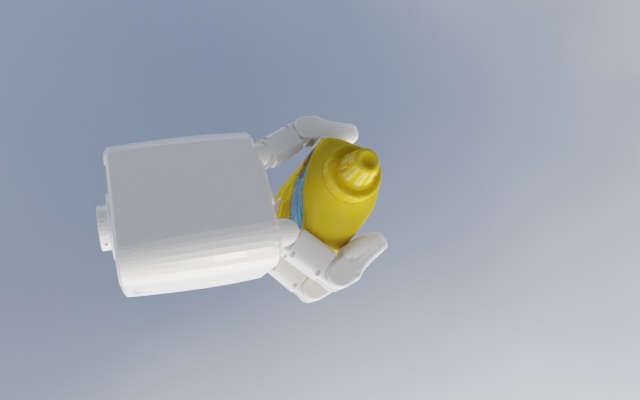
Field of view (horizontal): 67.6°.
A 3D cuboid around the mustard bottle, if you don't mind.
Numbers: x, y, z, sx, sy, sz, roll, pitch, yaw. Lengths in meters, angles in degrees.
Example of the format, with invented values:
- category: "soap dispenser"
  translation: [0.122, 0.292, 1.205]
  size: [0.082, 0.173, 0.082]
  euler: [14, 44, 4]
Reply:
- category: "mustard bottle"
  translation: [0.000, 0.001, 0.402]
  size: [0.058, 0.096, 0.192]
  euler: [17, -22, -13]
